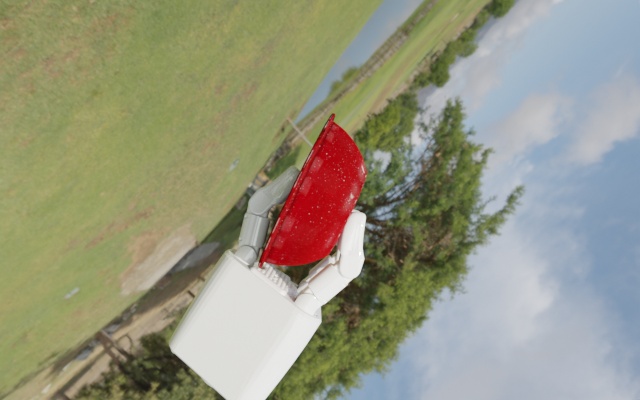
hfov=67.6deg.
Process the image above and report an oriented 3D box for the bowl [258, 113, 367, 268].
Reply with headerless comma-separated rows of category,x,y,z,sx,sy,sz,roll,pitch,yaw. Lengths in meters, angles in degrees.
bowl,0.001,0.001,0.455,0.055,0.162,0.162,25,0,-1
